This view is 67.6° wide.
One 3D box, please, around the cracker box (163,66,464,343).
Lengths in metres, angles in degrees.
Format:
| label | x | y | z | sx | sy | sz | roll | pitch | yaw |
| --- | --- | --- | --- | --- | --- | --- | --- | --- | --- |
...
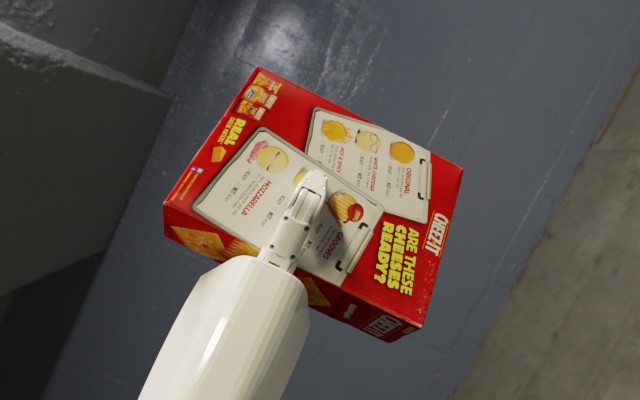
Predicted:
| label | x | y | z | sx | sy | sz | roll | pitch | yaw |
| --- | --- | --- | --- | --- | --- | --- | --- | --- | --- |
| cracker box | 0.000 | 0.001 | 0.417 | 0.214 | 0.164 | 0.072 | 26 | -32 | -3 |
